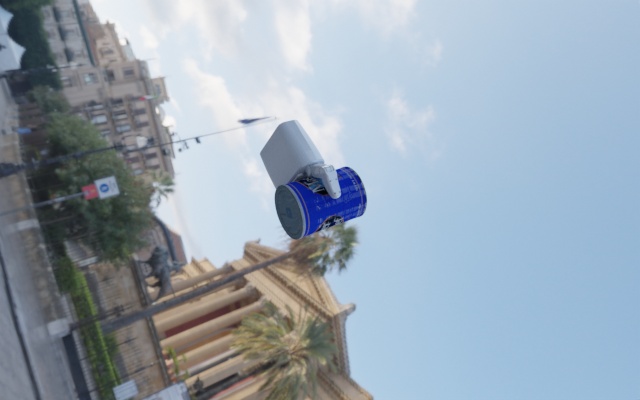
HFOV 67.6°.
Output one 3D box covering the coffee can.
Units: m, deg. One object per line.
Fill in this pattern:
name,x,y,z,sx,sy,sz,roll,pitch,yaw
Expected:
coffee can,0.000,0.003,0.885,0.140,0.103,0.103,-18,9,-28
